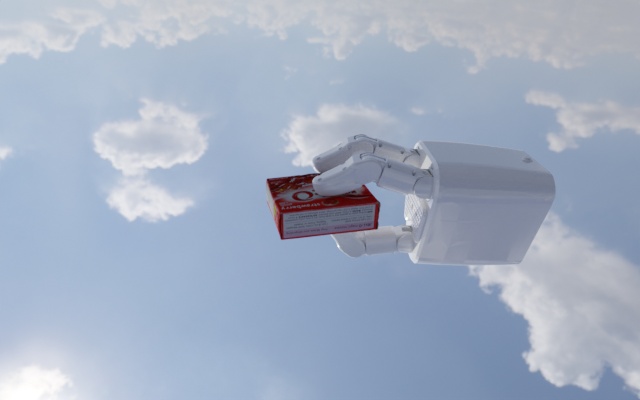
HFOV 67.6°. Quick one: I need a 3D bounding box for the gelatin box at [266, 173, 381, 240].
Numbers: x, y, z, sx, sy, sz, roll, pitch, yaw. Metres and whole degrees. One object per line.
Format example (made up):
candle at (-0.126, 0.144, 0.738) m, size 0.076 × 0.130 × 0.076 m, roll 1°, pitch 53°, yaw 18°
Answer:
gelatin box at (0.000, 0.002, 0.430) m, size 0.089 × 0.030 × 0.073 m, roll -6°, pitch 27°, yaw -13°
